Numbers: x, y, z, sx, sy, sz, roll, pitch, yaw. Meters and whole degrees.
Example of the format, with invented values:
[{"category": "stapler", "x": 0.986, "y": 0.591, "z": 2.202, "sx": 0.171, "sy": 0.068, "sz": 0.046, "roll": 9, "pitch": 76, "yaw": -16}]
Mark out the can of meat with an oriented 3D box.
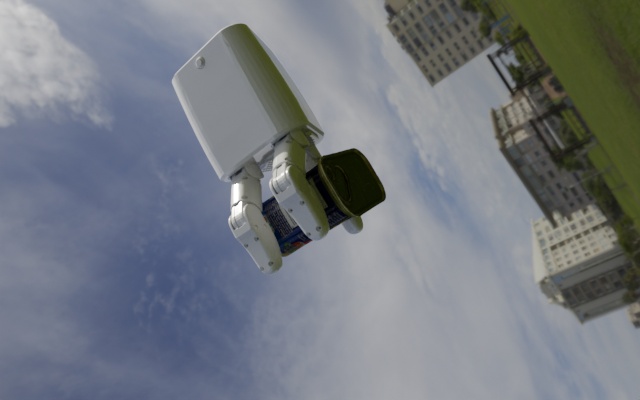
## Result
[{"category": "can of meat", "x": 0.000, "y": 0.002, "z": 0.431, "sx": 0.084, "sy": 0.057, "sz": 0.102, "roll": -32, "pitch": -3, "yaw": 27}]
